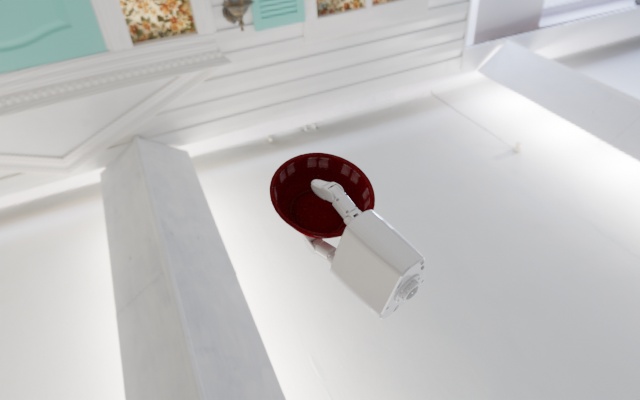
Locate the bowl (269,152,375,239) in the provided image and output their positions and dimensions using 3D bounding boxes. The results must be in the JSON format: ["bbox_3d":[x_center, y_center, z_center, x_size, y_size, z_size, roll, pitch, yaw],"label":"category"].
[{"bbox_3d":[0.000,0.002,0.742,0.162,0.162,0.055,0,-36,-10],"label":"bowl"}]
